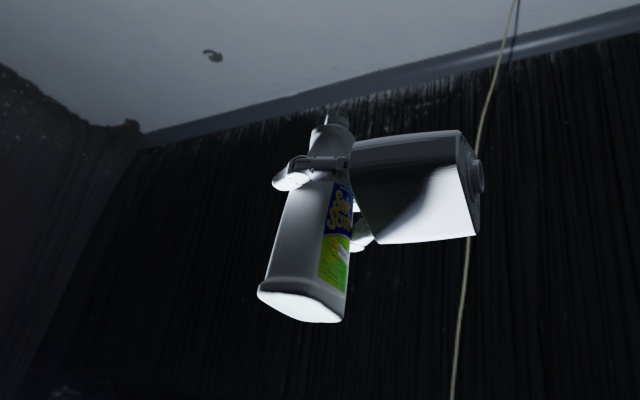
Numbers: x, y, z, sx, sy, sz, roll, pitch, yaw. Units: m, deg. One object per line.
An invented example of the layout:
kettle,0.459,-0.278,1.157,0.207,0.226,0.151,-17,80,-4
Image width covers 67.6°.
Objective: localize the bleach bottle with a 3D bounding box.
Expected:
bleach bottle,0.000,0.002,0.540,0.068,0.250,0.103,-6,-30,28
